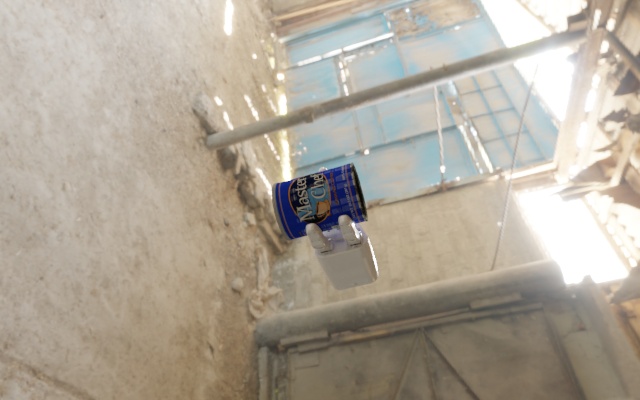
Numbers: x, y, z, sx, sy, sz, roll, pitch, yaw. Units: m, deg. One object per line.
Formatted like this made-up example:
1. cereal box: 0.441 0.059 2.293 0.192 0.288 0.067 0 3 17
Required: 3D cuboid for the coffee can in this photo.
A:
1. coffee can: 0.000 0.003 0.812 0.140 0.103 0.103 -14 -3 9
